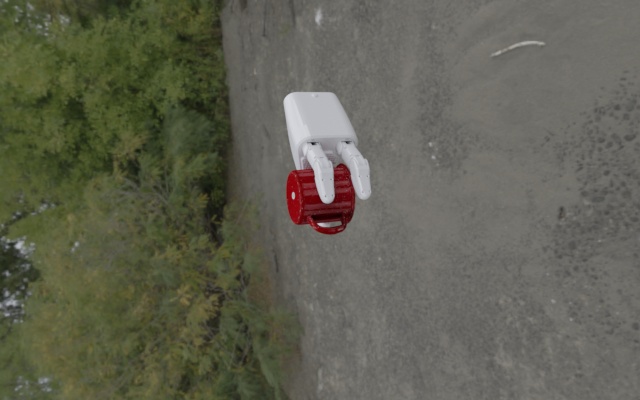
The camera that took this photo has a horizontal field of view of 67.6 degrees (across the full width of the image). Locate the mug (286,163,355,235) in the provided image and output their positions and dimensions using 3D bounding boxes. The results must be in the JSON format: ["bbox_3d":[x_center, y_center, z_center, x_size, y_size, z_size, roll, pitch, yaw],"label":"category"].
[{"bbox_3d":[0.000,0.004,0.705,0.081,0.117,0.093,-5,-37,-18],"label":"mug"}]
